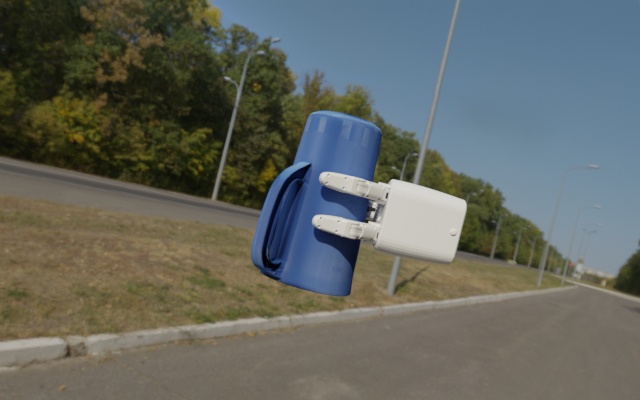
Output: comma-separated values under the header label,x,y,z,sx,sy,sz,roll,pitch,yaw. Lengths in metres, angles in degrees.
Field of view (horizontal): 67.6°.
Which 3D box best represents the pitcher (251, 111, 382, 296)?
label,x,y,z,sx,sy,sz,roll,pitch,yaw
pitcher,0.000,0.002,0.665,0.145,0.243,0.149,14,0,-1
